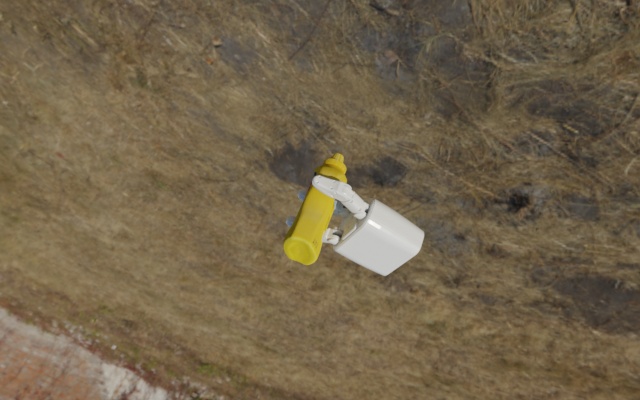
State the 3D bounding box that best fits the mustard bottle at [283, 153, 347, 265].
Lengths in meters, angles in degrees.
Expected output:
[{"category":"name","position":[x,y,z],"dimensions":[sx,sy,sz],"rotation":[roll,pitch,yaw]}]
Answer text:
[{"category":"mustard bottle","position":[0.000,0.003,0.772],"dimensions":[0.058,0.191,0.096],"rotation":[19,-28,7]}]
